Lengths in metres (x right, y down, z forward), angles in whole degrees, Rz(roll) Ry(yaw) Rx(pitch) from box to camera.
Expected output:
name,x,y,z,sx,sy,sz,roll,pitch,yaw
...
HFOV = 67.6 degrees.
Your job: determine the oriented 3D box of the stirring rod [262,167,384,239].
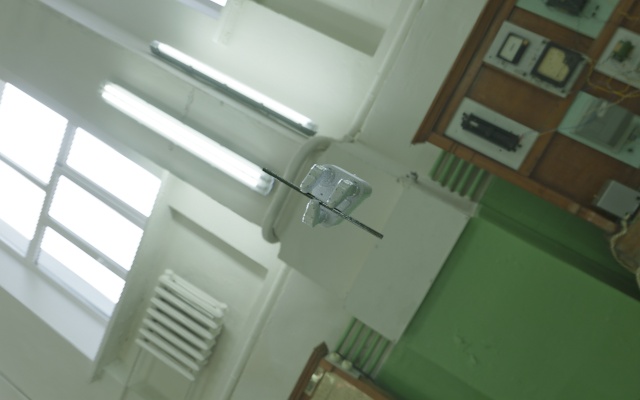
name,x,y,z,sx,sy,sz,roll,pitch,yaw
stirring rod,0.000,0.003,0.809,0.239,0.011,0.011,30,8,15
